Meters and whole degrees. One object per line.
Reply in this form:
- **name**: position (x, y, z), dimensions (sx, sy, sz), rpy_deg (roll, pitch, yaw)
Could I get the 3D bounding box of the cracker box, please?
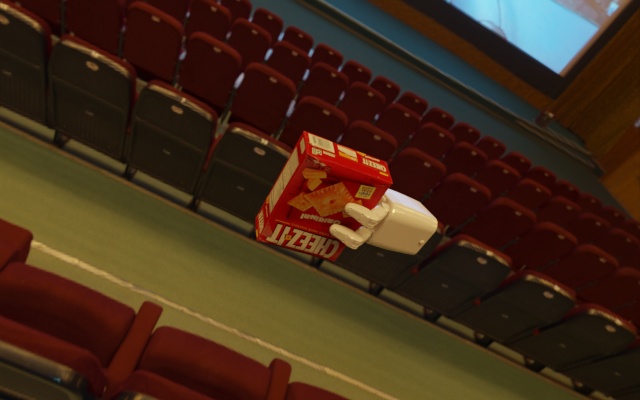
- **cracker box**: position (0.000, 0.003, 0.847), dimensions (0.164, 0.214, 0.072), rpy_deg (18, 36, -21)
